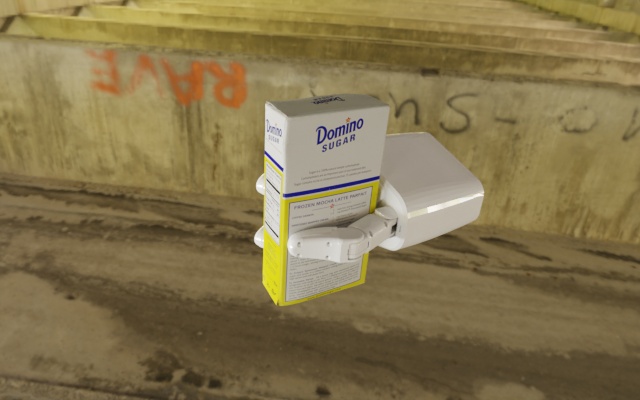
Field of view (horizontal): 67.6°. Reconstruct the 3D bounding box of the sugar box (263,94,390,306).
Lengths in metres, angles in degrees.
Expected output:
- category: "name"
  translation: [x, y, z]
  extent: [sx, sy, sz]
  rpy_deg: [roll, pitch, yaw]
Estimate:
- category: "sugar box"
  translation: [0.000, 0.001, 0.407]
  extent: [0.093, 0.176, 0.048]
  rpy_deg: [-11, 30, -27]
